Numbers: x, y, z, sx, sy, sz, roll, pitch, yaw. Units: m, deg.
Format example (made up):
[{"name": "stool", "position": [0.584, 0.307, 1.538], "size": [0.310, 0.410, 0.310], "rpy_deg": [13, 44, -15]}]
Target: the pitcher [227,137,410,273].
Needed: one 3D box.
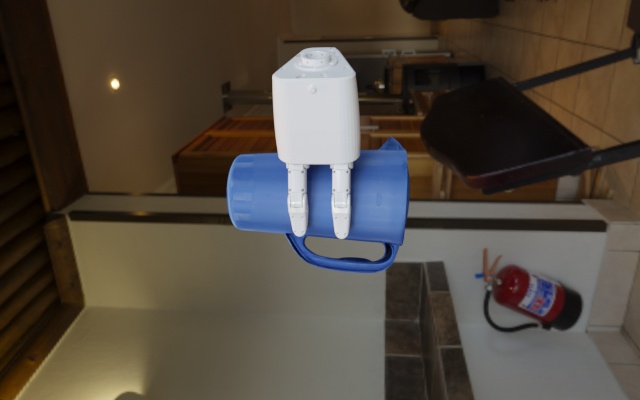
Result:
[{"name": "pitcher", "position": [0.000, 0.002, 0.663], "size": [0.243, 0.145, 0.149], "rpy_deg": [1, 39, 7]}]
